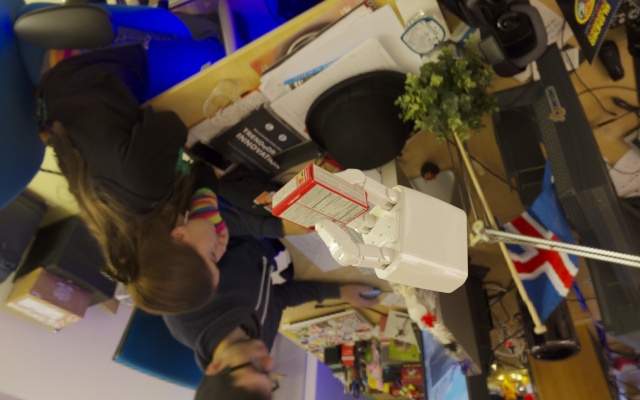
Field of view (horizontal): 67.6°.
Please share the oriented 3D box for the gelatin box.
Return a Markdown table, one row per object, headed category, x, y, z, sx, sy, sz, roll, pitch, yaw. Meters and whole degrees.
| category | x | y | z | sx | sy | sz | roll | pitch | yaw |
| --- | --- | --- | --- | --- | --- | --- | --- | --- | --- |
| gelatin box | 0.000 | 0.002 | 0.549 | 0.089 | 0.030 | 0.073 | 24 | -46 | -34 |
